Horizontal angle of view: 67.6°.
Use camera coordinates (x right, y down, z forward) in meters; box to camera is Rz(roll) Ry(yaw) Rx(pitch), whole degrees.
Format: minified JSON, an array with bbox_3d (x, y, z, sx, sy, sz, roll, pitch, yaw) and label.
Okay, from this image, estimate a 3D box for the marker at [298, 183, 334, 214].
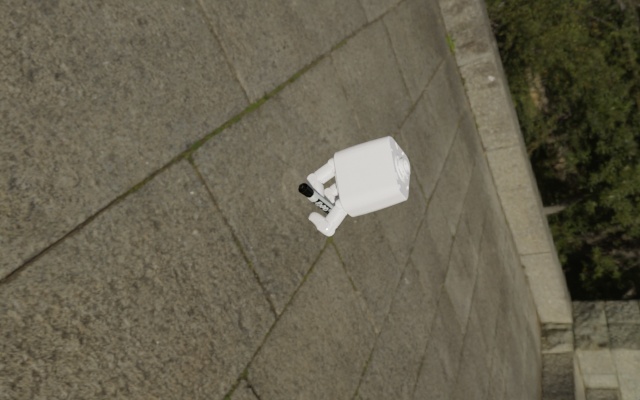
[{"bbox_3d":[0.000,0.003,0.818,0.020,0.020,0.121,0,-26,36],"label":"marker"}]
